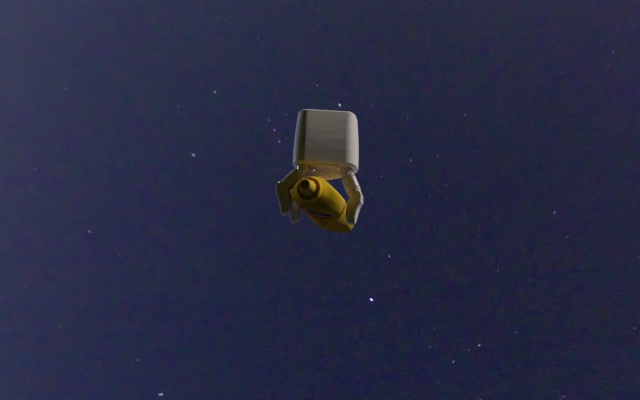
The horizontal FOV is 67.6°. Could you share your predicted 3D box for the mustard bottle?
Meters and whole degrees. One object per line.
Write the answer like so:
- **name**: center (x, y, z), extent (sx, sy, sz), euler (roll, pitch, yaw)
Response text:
- **mustard bottle**: center (0.000, 0.003, 0.839), extent (0.096, 0.058, 0.192), euler (23, -11, 21)
